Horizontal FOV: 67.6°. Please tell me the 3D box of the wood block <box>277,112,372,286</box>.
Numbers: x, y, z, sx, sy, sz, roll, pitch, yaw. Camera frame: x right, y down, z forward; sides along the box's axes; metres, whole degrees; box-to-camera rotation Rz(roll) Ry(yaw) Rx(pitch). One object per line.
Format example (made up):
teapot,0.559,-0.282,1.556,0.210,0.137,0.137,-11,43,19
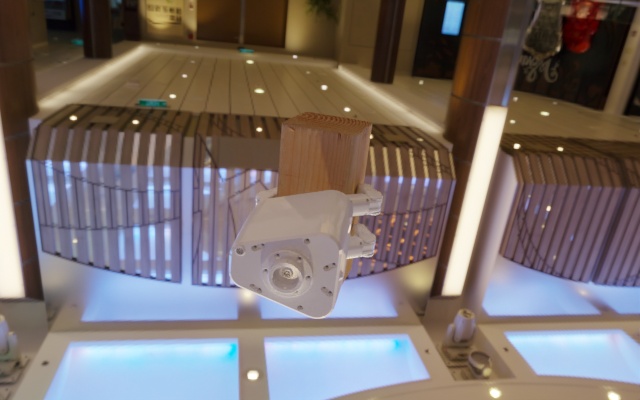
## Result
wood block,0.000,0.002,0.604,0.091,0.206,0.090,12,22,14
